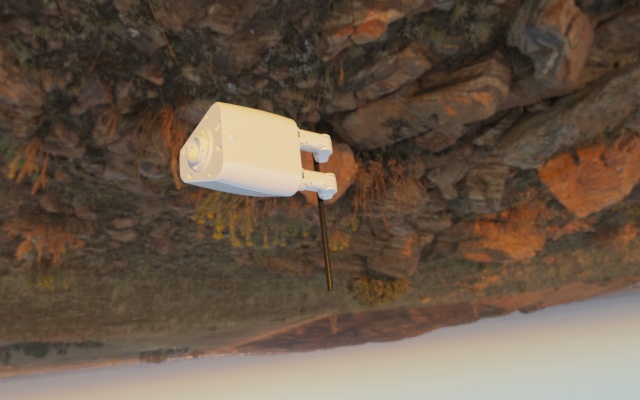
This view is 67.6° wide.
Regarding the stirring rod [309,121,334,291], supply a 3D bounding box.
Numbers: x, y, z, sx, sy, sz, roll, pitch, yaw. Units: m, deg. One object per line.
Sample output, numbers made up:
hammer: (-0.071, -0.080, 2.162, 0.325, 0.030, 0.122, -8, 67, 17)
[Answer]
stirring rod: (0.000, 0.002, 0.652, 0.011, 0.239, 0.011, -6, -17, -2)
